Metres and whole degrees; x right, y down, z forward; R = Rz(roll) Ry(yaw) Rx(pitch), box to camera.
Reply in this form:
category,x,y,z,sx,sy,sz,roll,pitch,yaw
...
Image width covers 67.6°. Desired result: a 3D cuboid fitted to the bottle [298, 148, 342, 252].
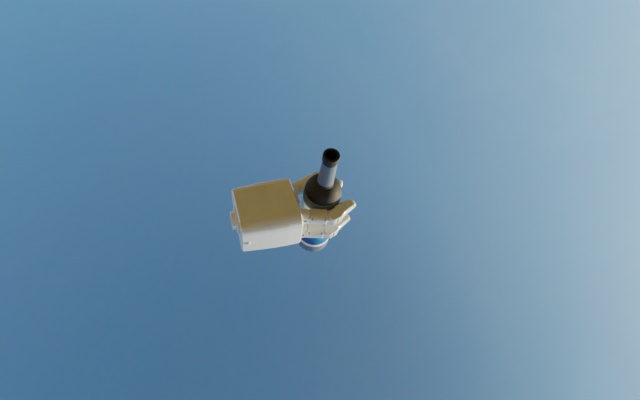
category,x,y,z,sx,sy,sz,roll,pitch,yaw
bottle,0.000,0.003,0.864,0.069,0.069,0.296,0,-30,-8
